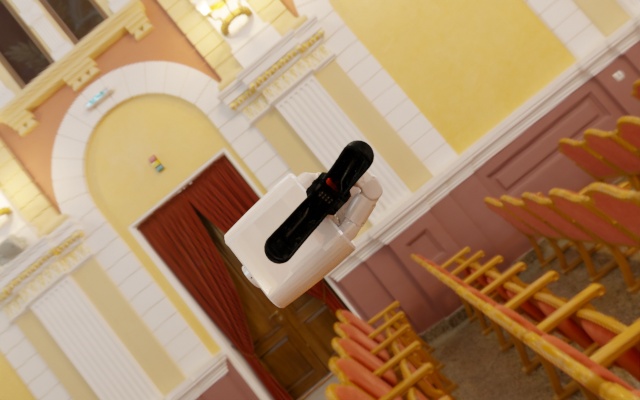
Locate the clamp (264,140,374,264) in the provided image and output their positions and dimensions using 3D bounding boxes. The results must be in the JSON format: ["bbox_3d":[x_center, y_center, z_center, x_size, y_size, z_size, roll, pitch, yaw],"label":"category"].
[{"bbox_3d":[0.000,0.001,0.441,0.120,0.039,0.171,-43,-3,2],"label":"clamp"}]
